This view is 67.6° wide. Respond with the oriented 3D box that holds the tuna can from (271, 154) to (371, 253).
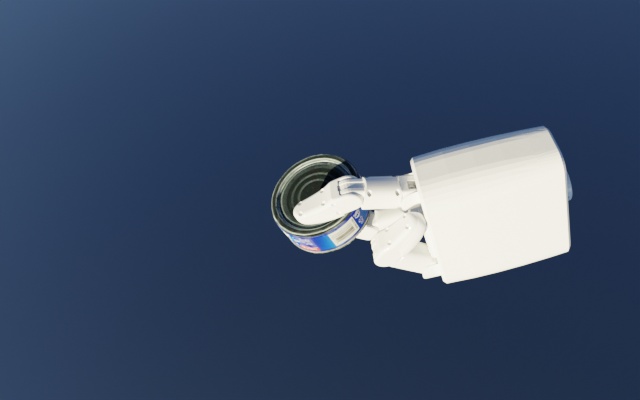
[{"bbox_3d":[0.000,0.001,0.426,0.086,0.086,0.034,0,-30,25],"label":"tuna can"}]
